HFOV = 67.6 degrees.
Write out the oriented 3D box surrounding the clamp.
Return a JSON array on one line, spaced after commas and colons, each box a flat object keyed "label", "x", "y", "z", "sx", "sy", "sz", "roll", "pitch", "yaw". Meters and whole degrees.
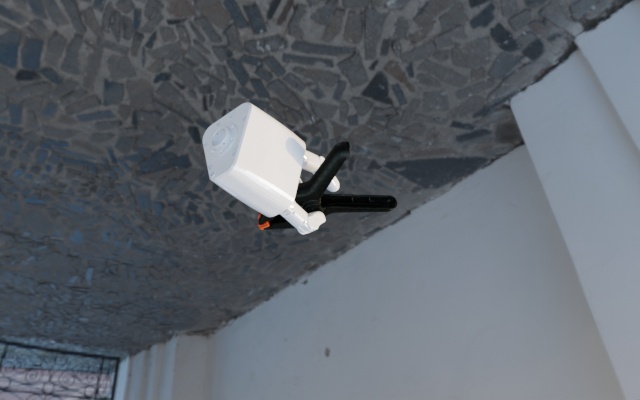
[{"label": "clamp", "x": 0.000, "y": 0.003, "z": 0.714, "sx": 0.210, "sy": 0.036, "sz": 0.165, "roll": -26, "pitch": -43, "yaw": 29}]
